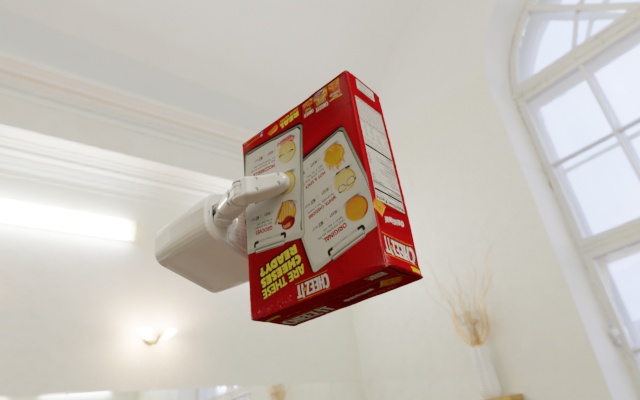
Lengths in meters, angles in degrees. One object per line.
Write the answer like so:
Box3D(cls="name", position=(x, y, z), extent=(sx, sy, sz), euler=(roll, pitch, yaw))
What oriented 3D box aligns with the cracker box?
Box3D(cls="cracker box", position=(0.000, 0.001, 0.492), extent=(0.164, 0.213, 0.072), euler=(-29, -34, 33))
